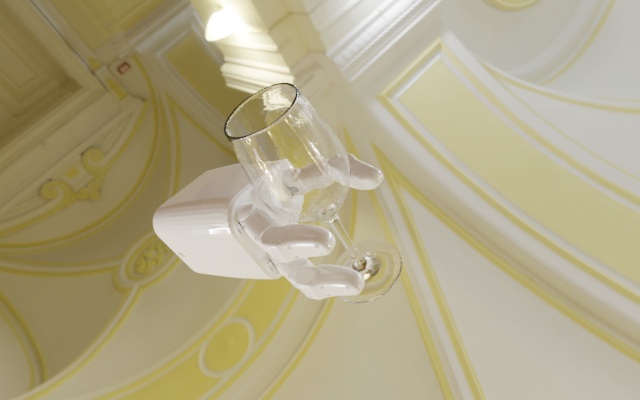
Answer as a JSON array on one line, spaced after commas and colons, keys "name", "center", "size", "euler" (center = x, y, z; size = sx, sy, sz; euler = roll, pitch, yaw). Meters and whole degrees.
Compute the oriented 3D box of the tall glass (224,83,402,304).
[{"name": "tall glass", "center": [0.001, 0.002, 0.401], "size": [0.079, 0.079, 0.201], "euler": [0, -42, 35]}]
